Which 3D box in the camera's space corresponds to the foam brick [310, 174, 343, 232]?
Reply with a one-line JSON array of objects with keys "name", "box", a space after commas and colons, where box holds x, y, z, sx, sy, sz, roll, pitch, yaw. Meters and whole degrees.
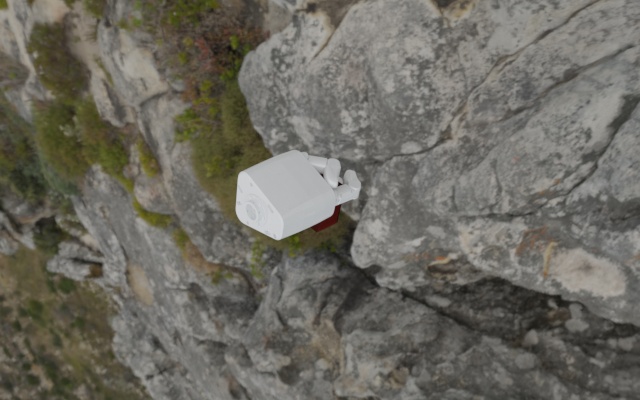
[{"name": "foam brick", "box": [0.000, 0.003, 0.784, 0.053, 0.078, 0.051, 37, 44, 29]}]
